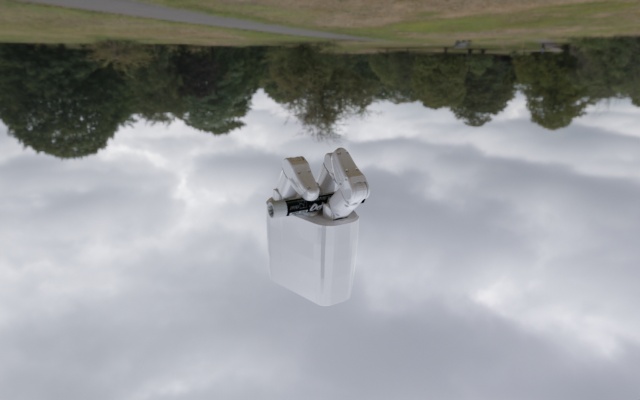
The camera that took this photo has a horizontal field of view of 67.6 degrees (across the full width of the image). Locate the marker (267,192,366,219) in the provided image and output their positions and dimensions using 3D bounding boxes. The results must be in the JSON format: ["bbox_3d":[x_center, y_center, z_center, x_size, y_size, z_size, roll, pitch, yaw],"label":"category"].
[{"bbox_3d":[0.000,0.002,0.529,0.121,0.020,0.020,-9,4,-29],"label":"marker"}]
